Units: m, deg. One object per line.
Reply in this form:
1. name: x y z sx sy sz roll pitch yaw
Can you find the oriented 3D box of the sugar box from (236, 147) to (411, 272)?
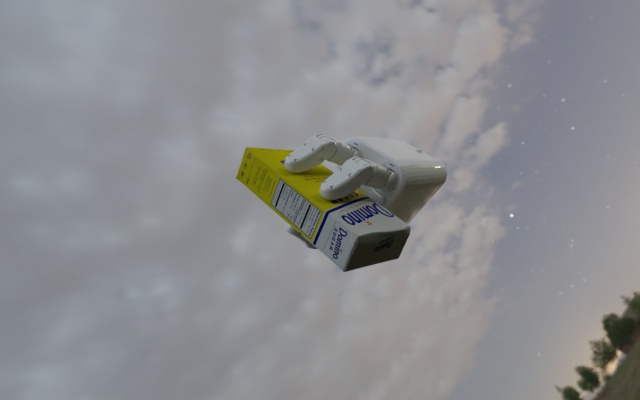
1. sugar box: 0.000 0.001 0.500 0.176 0.048 0.093 35 25 34
